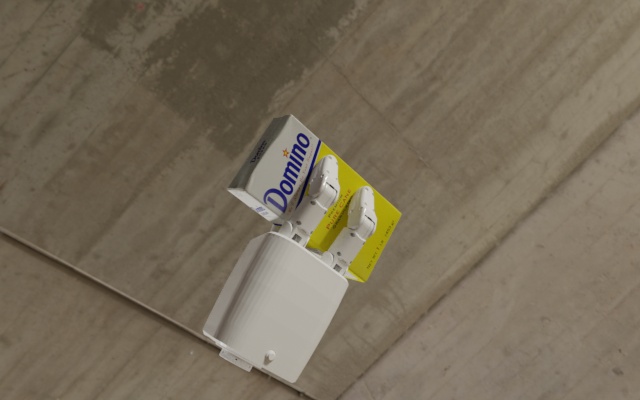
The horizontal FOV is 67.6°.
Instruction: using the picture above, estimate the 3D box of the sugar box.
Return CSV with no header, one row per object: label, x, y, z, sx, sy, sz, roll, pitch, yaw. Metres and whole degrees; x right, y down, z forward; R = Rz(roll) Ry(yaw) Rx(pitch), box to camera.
sugar box,0.000,0.002,0.501,0.176,0.093,0.048,39,-19,-29
